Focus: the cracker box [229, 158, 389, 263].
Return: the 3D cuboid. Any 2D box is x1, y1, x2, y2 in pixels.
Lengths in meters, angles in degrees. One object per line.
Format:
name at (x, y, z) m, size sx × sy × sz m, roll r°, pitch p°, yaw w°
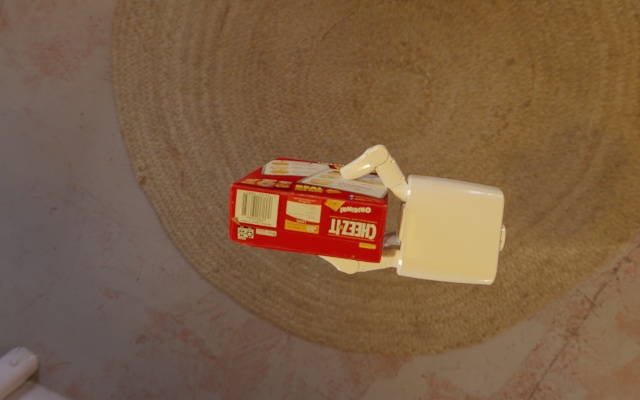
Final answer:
cracker box at (0.000, 0.002, 0.584) m, size 0.164 × 0.072 × 0.213 m, roll 7°, pitch 13°, yaw 7°
